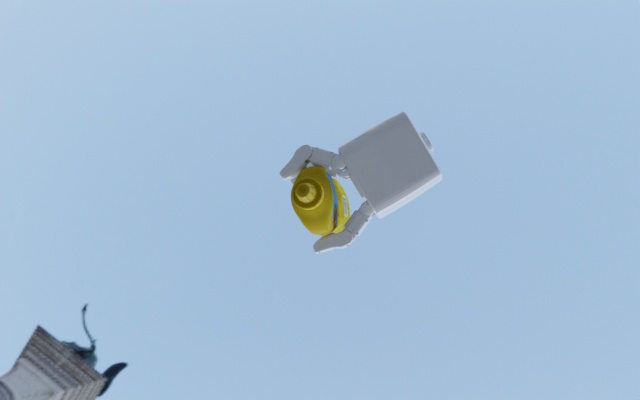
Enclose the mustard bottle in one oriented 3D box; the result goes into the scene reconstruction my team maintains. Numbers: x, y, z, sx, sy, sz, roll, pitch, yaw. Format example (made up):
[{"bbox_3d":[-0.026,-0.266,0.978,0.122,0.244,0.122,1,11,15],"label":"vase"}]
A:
[{"bbox_3d":[0.000,0.002,0.681,0.058,0.096,0.192,-7,-10,12],"label":"mustard bottle"}]
